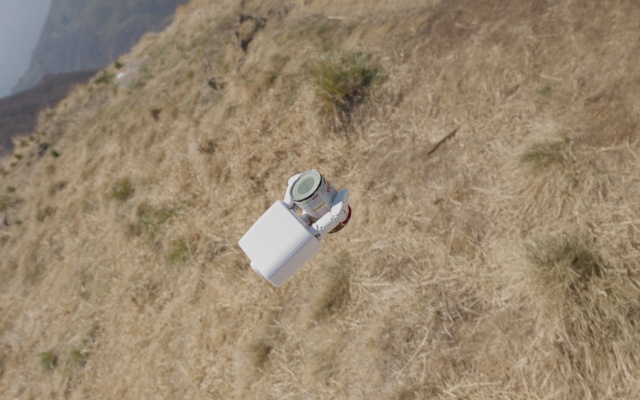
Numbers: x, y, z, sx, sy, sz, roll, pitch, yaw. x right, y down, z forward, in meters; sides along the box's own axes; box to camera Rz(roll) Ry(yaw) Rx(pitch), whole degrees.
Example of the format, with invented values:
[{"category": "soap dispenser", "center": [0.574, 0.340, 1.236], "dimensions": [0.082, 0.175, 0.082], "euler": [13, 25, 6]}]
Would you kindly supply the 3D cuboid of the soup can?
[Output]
[{"category": "soup can", "center": [0.000, 0.002, 0.837], "dimensions": [0.068, 0.068, 0.102], "euler": [0, -35, 41]}]
